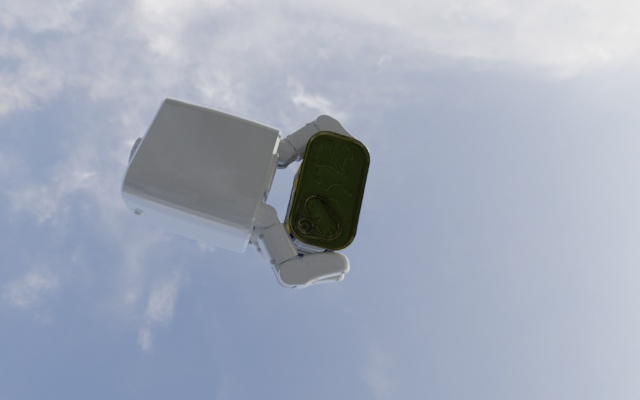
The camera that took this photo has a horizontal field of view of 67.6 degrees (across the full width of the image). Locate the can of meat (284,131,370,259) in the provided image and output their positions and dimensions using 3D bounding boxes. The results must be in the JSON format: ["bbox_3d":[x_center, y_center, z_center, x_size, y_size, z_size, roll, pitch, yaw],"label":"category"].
[{"bbox_3d":[0.000,0.001,0.436,0.057,0.102,0.084,15,-19,-8],"label":"can of meat"}]
